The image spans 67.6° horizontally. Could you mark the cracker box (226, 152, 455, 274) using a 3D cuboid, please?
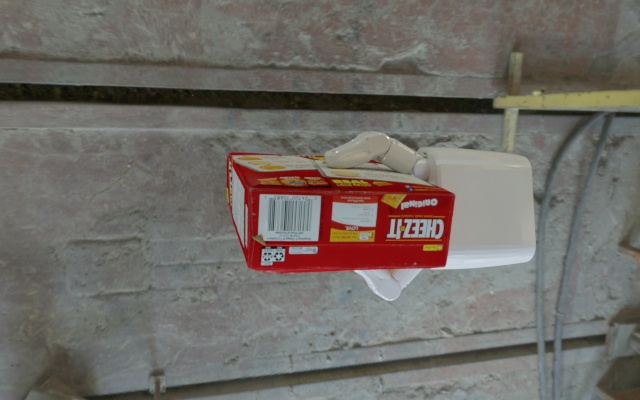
[{"bbox_3d":[0.000,0.001,0.456,0.164,0.072,0.213,1,12,-15],"label":"cracker box"}]
